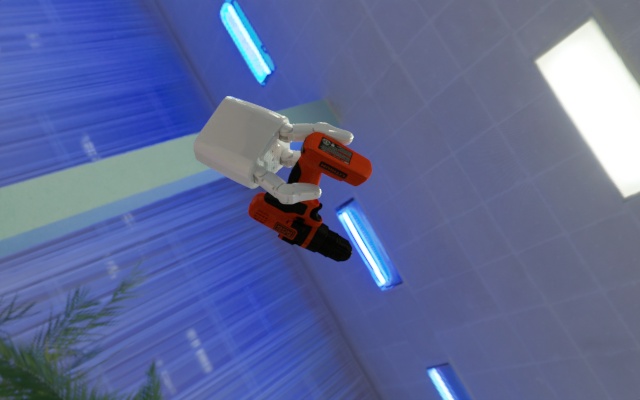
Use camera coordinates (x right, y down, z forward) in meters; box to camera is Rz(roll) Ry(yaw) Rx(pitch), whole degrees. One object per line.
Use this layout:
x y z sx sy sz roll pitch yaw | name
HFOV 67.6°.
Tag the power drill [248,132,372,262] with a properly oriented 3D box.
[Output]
0.000 0.002 0.729 0.184 0.188 0.057 28 36 -9 | power drill
